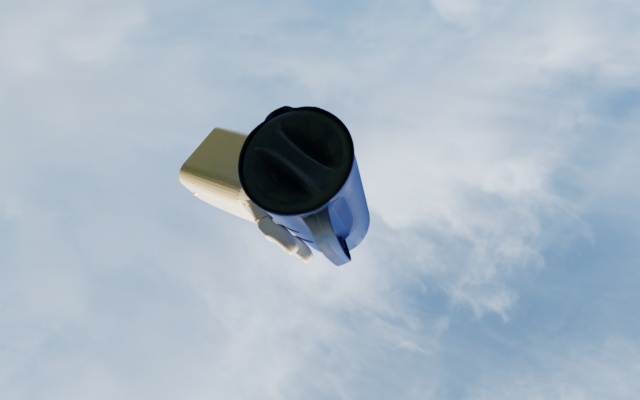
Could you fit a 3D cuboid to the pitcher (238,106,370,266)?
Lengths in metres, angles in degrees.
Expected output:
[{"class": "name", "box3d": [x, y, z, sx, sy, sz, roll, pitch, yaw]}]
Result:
[{"class": "pitcher", "box3d": [0.000, 0.002, 0.624, 0.145, 0.149, 0.243, 19, -15, 20]}]
